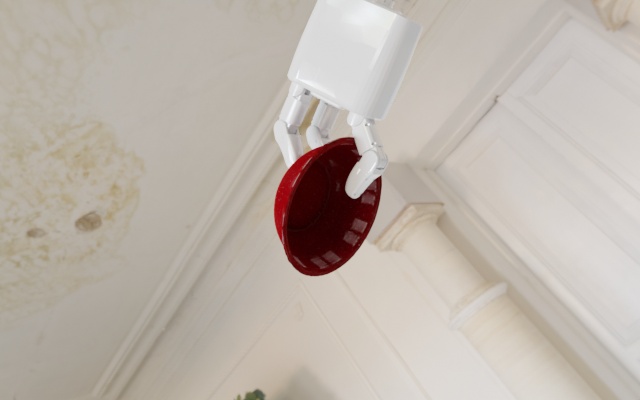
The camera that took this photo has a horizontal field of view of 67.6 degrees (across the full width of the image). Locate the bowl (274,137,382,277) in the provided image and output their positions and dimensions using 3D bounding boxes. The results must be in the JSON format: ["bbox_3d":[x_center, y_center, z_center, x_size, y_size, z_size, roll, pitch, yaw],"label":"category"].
[{"bbox_3d":[-0.001,0.003,0.543,0.055,0.162,0.162,22,14,39],"label":"bowl"}]
